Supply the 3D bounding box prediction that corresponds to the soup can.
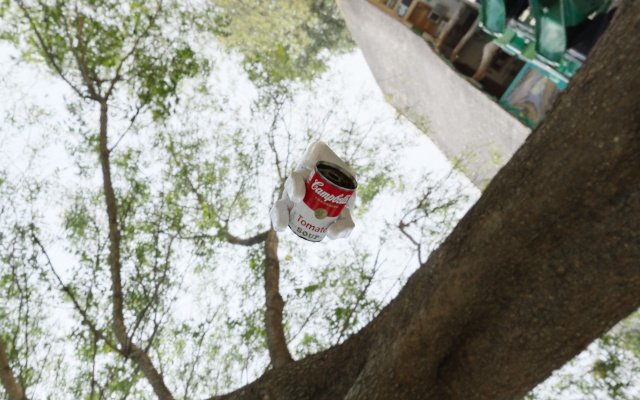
[{"bbox_3d":[0.000,0.003,0.697,0.068,0.102,0.068,24,27,-13],"label":"soup can"}]
